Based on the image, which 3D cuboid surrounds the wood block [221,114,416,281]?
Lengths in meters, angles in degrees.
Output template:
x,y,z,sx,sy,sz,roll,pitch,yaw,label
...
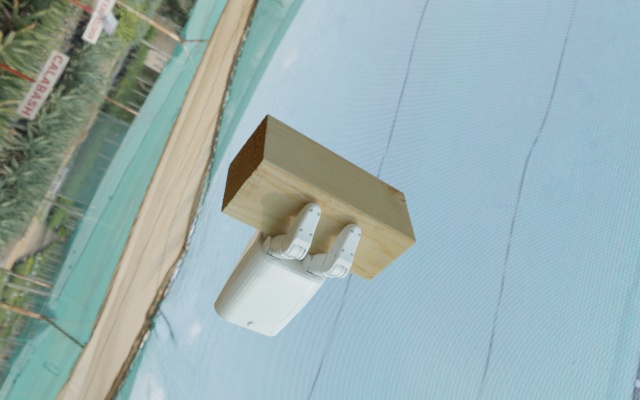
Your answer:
x,y,z,sx,sy,sz,roll,pitch,yaw,label
0.000,0.002,0.561,0.206,0.090,0.090,28,-56,-25,wood block
